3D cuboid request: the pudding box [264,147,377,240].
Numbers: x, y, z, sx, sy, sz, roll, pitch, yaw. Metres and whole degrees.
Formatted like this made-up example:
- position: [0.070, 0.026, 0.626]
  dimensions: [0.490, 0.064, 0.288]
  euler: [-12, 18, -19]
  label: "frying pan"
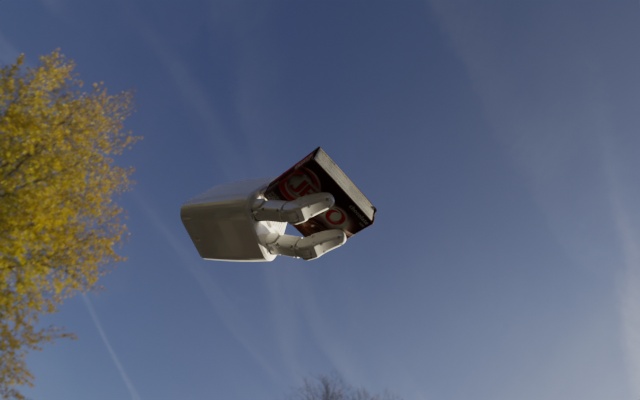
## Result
- position: [0.000, 0.002, 0.594]
  dimensions: [0.090, 0.113, 0.039]
  euler: [-34, 20, 33]
  label: "pudding box"
